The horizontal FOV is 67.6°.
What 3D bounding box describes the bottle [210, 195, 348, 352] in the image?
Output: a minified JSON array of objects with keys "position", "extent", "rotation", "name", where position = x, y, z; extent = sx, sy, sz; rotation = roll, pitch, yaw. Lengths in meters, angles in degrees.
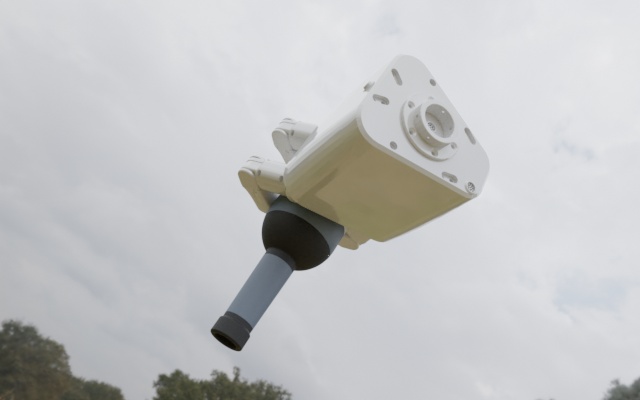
[{"position":[0.000,0.001,0.429],"extent":[0.069,0.069,0.295],"rotation":[0,44,41],"name":"bottle"}]
